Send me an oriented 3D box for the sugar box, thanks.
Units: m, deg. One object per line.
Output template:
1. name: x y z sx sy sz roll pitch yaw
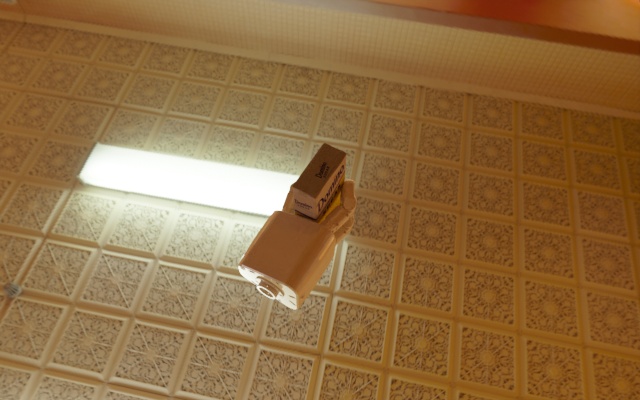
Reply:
1. sugar box: 0.001 0.003 0.748 0.048 0.093 0.176 27 -28 14
